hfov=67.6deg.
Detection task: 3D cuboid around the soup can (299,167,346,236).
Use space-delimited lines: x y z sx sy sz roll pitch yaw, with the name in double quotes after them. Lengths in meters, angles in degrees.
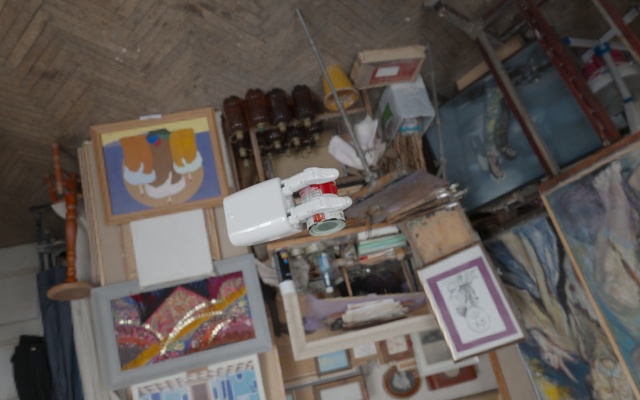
0.001 0.003 0.831 0.068 0.102 0.068 -12 -24 -5 "soup can"
